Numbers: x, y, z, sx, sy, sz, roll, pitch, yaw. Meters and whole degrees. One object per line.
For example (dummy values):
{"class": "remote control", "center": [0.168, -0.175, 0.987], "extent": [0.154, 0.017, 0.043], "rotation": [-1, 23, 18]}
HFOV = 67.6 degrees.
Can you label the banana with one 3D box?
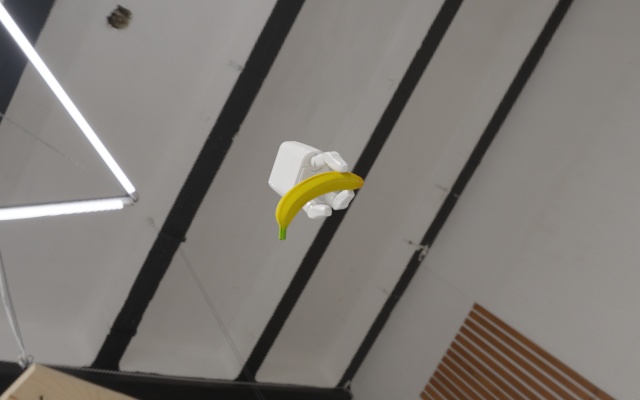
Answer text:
{"class": "banana", "center": [-0.008, -0.011, 0.846], "extent": [0.197, 0.070, 0.037], "rotation": [-33, 32, -22]}
